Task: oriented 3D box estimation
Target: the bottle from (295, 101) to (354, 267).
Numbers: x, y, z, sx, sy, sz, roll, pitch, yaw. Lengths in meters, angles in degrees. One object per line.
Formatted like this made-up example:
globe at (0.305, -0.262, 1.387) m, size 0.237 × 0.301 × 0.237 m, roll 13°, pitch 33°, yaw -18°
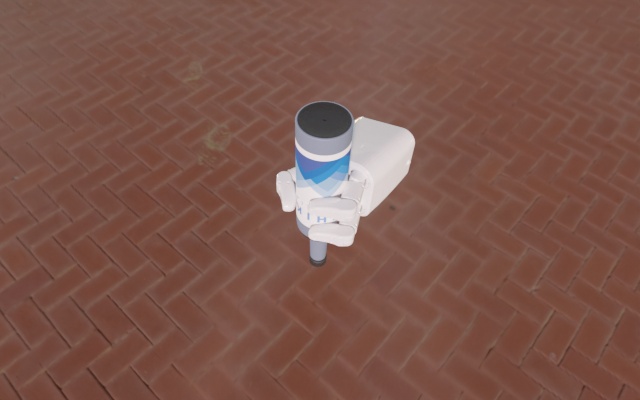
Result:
bottle at (0.000, 0.002, 0.651) m, size 0.069 × 0.069 × 0.296 m, roll 0°, pitch -39°, yaw -2°
